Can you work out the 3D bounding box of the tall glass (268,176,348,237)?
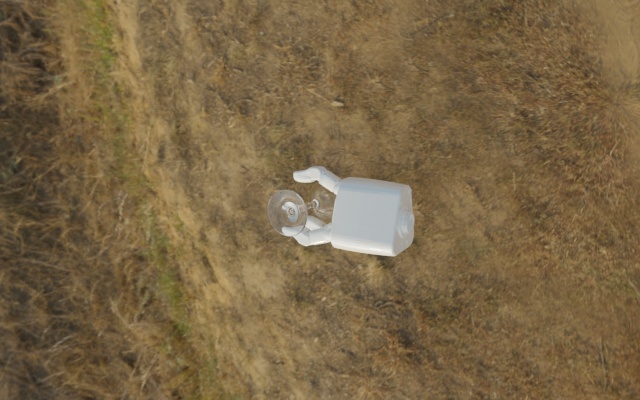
[{"bbox_3d":[0.000,0.003,0.819,0.079,0.079,0.201,0,10,32],"label":"tall glass"}]
